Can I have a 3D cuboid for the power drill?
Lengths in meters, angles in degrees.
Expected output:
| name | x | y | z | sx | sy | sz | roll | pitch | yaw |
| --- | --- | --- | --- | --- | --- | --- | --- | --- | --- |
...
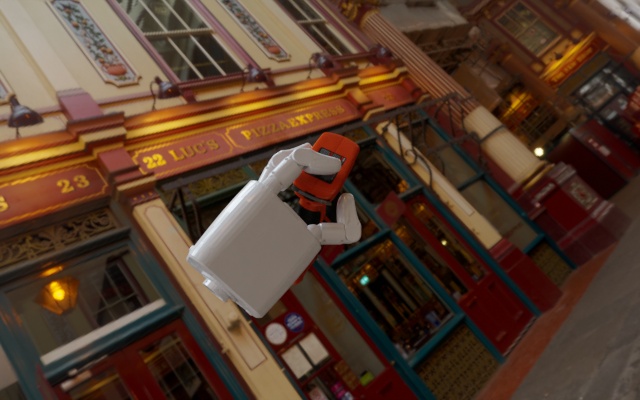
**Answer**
| name | x | y | z | sx | sy | sz | roll | pitch | yaw |
| --- | --- | --- | --- | --- | --- | --- | --- | --- | --- |
| power drill | 0.000 | 0.002 | 0.647 | 0.057 | 0.184 | 0.188 | 22 | -41 | 7 |
